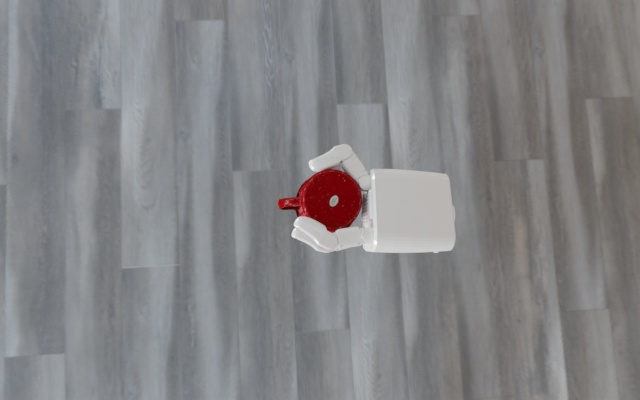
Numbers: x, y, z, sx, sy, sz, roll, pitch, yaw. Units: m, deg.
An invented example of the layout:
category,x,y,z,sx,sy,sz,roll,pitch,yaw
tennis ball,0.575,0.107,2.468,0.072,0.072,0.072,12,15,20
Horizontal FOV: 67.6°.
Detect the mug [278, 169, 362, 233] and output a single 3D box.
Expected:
category,x,y,z,sx,sy,sz,roll,pitch,yaw
mug,-0.001,0.002,0.658,0.117,0.093,0.081,1,-6,-5
